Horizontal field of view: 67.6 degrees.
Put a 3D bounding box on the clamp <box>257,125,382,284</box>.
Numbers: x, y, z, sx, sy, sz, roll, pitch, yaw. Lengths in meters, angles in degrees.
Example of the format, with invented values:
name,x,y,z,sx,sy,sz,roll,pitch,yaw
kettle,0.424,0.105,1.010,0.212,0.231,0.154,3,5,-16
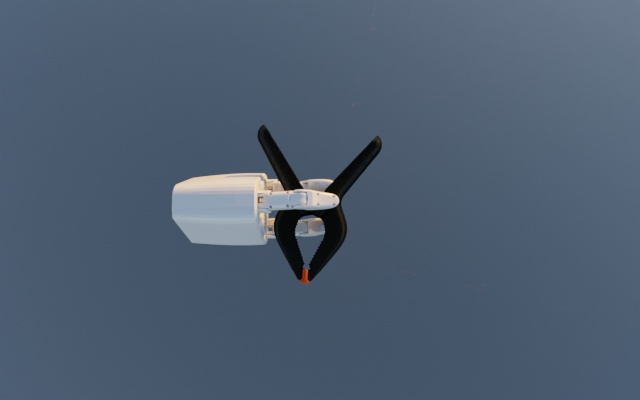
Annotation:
name,x,y,z,sx,sy,sz,roll,pitch,yaw
clamp,0.000,0.002,0.622,0.164,0.210,0.036,-1,-8,1
